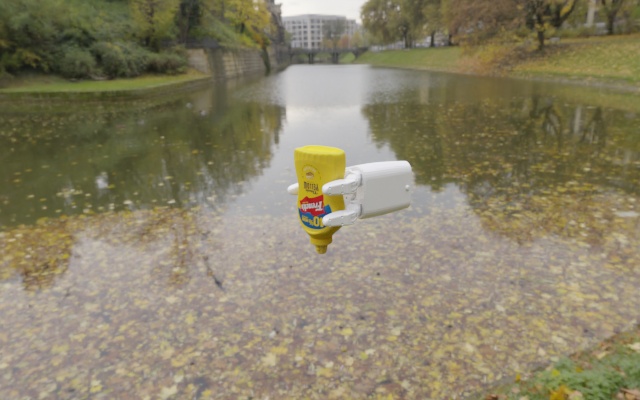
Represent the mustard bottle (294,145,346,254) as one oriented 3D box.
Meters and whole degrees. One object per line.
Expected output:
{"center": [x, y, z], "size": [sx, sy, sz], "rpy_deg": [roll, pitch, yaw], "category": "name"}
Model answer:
{"center": [0.000, 0.003, 0.842], "size": [0.096, 0.192, 0.058], "rpy_deg": [12, 22, 37], "category": "mustard bottle"}
